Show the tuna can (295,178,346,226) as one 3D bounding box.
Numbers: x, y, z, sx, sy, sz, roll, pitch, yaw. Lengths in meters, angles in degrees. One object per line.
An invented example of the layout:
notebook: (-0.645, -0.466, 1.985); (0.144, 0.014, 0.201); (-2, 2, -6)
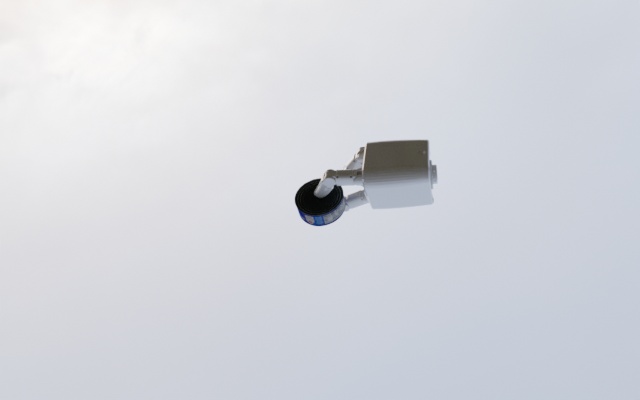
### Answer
tuna can: (0.000, 0.003, 0.830); (0.086, 0.086, 0.034); (0, -41, 14)
